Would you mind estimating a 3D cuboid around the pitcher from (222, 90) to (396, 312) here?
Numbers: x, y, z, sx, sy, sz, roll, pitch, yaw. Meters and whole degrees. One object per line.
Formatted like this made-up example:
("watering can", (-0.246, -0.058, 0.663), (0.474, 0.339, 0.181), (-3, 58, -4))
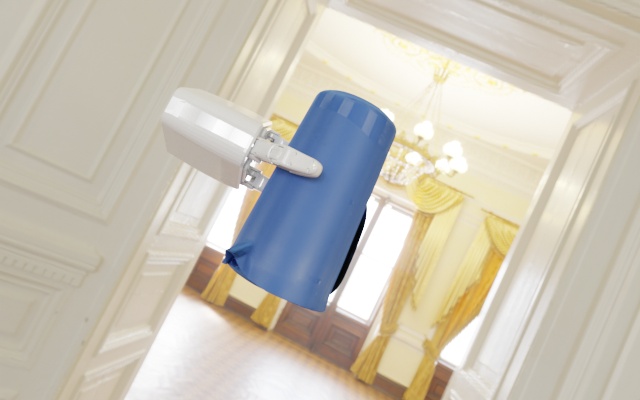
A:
("pitcher", (0.000, 0.002, 0.576), (0.145, 0.243, 0.149), (26, -5, 0))
